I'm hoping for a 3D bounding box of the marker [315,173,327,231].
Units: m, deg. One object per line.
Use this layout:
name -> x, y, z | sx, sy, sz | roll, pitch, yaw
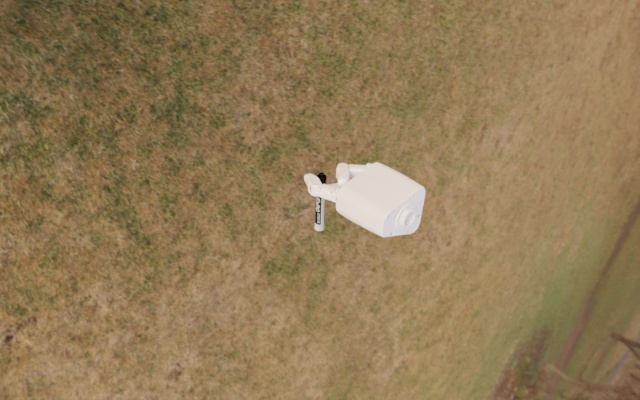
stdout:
marker -> 0.000, 0.003, 0.899 | 0.020, 0.121, 0.020 | 2, 30, -1
